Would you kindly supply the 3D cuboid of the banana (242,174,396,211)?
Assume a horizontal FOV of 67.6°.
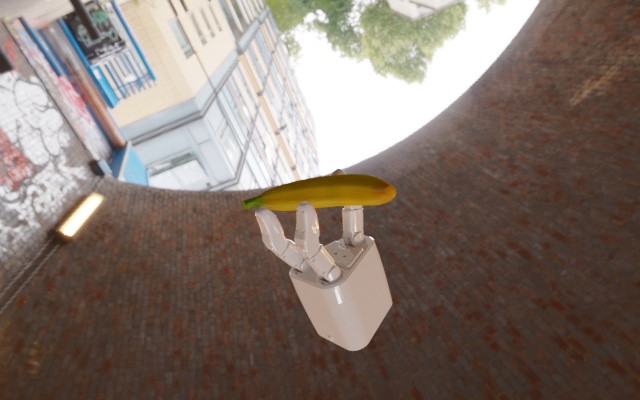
[{"bbox_3d":[0.005,-0.006,0.570,0.198,0.037,0.069,-7,22,29],"label":"banana"}]
